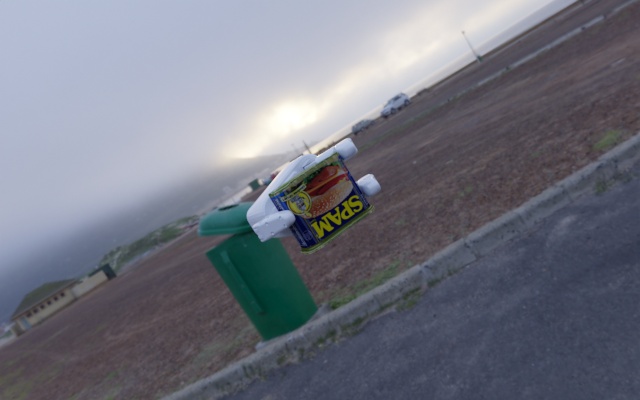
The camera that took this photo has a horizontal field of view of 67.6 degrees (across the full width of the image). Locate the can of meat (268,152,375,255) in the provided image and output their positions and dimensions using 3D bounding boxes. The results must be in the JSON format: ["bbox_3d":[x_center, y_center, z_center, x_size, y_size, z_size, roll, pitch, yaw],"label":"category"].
[{"bbox_3d":[0.000,0.002,0.574,0.102,0.084,0.057,-34,6,-18],"label":"can of meat"}]
